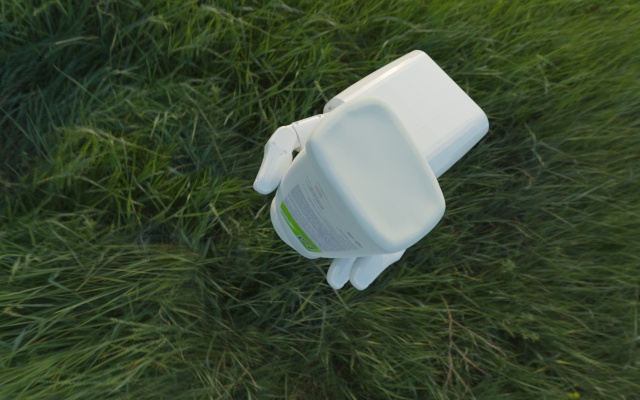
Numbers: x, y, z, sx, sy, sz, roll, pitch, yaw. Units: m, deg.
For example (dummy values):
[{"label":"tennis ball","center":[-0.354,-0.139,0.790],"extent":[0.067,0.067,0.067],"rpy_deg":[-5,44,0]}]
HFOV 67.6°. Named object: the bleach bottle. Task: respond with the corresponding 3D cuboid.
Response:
[{"label":"bleach bottle","center":[0.000,0.001,0.412],"extent":[0.068,0.102,0.251],"rpy_deg":[-35,4,-20]}]
